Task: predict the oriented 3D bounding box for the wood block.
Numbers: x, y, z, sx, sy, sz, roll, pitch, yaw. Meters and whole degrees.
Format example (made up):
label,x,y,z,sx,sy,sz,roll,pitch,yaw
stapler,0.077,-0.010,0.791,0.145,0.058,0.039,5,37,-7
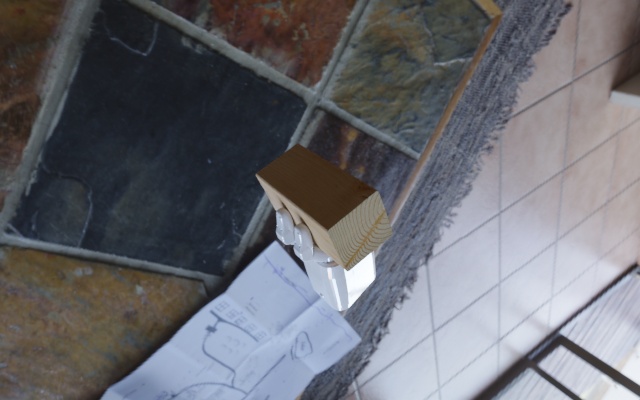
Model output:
label,x,y,z,sx,sy,sz,roll,pitch,yaw
wood block,0.001,0.003,0.717,0.091,0.090,0.206,-38,40,-15
